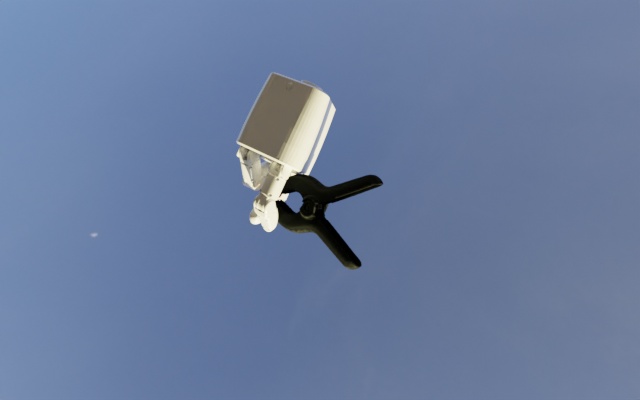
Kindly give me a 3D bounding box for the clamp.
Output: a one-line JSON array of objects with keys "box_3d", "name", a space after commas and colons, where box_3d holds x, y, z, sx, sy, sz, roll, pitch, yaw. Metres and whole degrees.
[{"box_3d": [0.000, 0.002, 0.625, 0.171, 0.120, 0.039, 26, 3, 25], "name": "clamp"}]
